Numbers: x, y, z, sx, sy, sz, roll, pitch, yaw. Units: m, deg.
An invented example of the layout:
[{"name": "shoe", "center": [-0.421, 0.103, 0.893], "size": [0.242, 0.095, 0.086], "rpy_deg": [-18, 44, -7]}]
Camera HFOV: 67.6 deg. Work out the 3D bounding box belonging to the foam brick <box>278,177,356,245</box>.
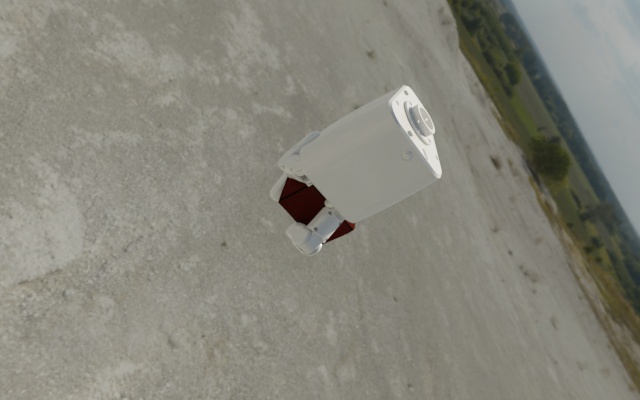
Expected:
[{"name": "foam brick", "center": [0.000, 0.002, 0.539], "size": [0.051, 0.078, 0.053], "rpy_deg": [-27, 29, 30]}]
